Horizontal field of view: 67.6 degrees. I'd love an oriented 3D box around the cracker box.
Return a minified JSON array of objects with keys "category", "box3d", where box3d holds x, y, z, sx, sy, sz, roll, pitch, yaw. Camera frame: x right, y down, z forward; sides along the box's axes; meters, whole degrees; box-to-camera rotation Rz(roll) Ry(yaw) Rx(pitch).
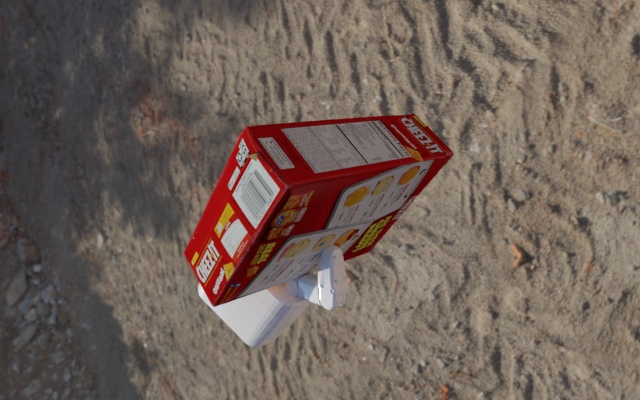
[{"category":"cracker box","box3d":[0.000,0.002,0.448,0.213,0.072,0.164,-14,-31,-43]}]
